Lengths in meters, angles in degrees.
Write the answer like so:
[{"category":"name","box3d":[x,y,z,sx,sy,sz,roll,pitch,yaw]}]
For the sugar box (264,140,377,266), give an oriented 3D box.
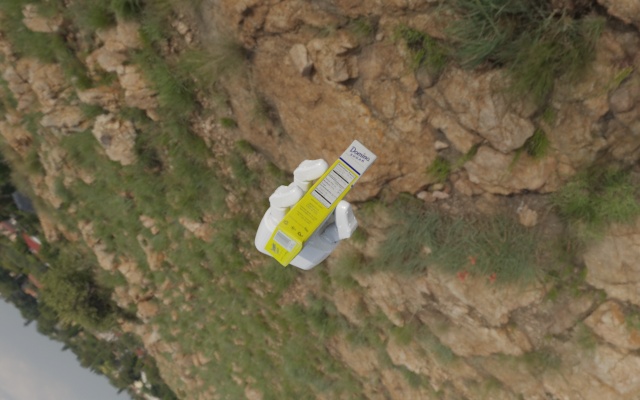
[{"category":"sugar box","box3d":[0.000,0.002,0.650,0.048,0.176,0.093,38,-29,0]}]
